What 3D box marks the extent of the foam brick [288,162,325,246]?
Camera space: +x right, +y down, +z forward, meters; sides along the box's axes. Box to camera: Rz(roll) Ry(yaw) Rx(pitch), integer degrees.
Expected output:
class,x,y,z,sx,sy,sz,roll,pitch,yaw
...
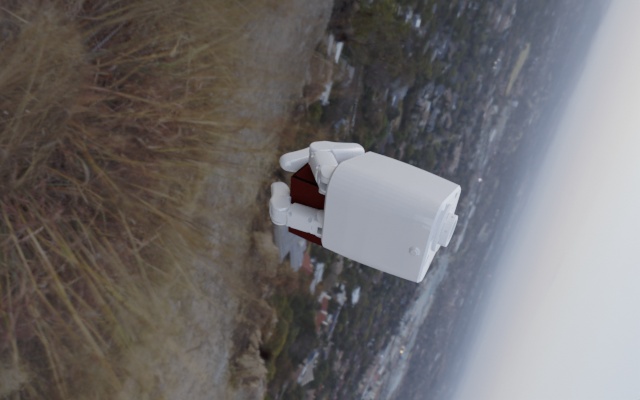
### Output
class,x,y,z,sx,sy,sz,roll,pitch,yaw
foam brick,0.000,0.002,0.527,0.051,0.078,0.053,21,39,21
